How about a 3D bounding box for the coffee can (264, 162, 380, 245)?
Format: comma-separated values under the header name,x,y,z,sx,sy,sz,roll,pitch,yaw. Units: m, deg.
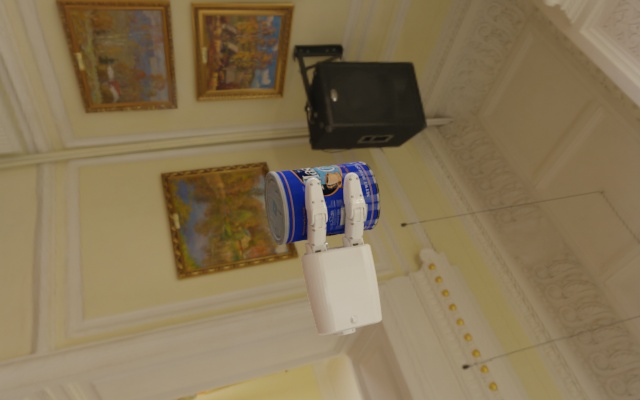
name,x,y,z,sx,sy,sz,roll,pitch,yaw
coffee can,0.000,0.002,0.683,0.140,0.103,0.103,-8,3,-19
